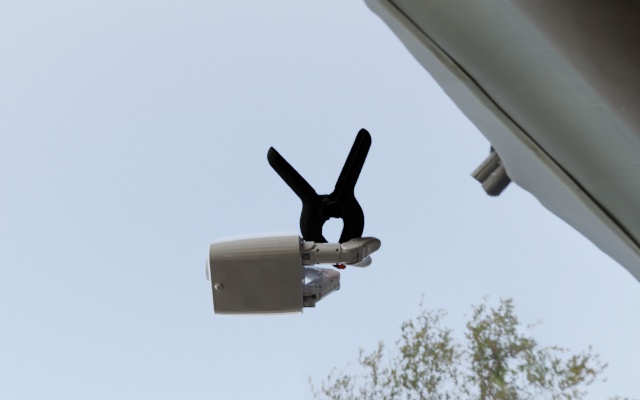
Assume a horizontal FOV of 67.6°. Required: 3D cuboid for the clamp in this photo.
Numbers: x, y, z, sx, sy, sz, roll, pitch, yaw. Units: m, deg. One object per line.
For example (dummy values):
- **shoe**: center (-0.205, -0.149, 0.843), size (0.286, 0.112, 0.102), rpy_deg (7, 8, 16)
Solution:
- **clamp**: center (0.000, 0.002, 0.563), size (0.120, 0.171, 0.039), rpy_deg (-2, 17, -4)
